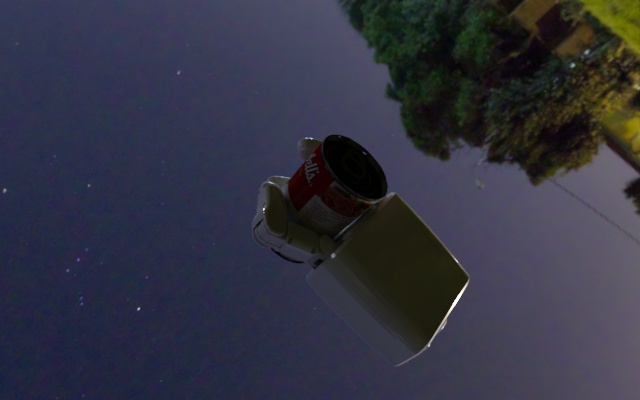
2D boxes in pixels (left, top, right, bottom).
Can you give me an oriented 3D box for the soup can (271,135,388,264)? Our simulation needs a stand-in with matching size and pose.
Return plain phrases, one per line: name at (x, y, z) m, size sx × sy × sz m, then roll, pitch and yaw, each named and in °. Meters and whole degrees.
soup can at (-0.001, 0.001, 0.416) m, size 0.068 × 0.068 × 0.102 m, roll 0°, pitch -36°, yaw -45°
